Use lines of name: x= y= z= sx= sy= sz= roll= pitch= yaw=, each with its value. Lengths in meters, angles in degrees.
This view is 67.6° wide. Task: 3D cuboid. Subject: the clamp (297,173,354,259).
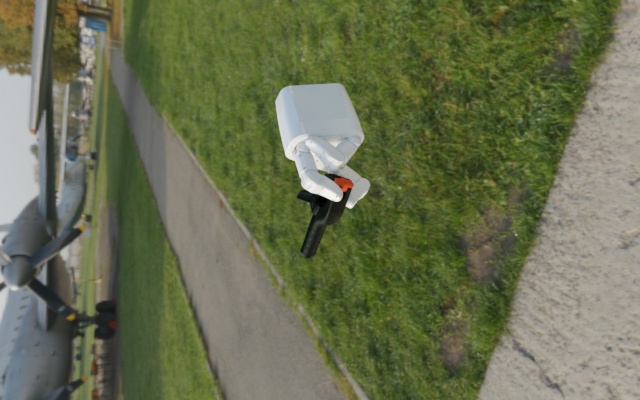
clamp: x=0.000 y=0.002 z=0.749 sx=0.039 sy=0.120 sz=0.171 roll=2 pitch=-35 yaw=-28
